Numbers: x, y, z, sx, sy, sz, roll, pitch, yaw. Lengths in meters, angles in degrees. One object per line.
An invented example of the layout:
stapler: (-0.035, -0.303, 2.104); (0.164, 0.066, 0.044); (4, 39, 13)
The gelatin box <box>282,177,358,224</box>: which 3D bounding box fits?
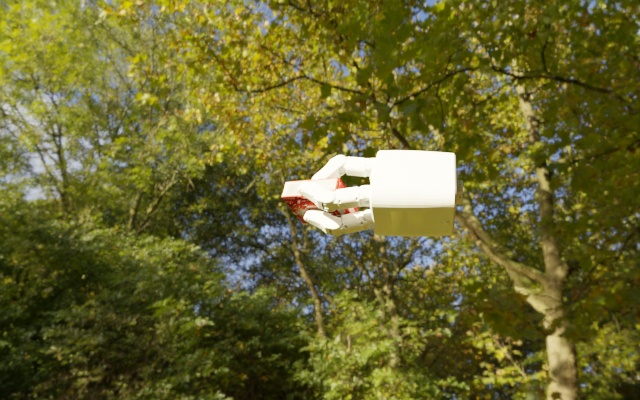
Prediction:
gelatin box: (0.000, 0.002, 0.686); (0.089, 0.030, 0.073); (-4, -35, 26)
